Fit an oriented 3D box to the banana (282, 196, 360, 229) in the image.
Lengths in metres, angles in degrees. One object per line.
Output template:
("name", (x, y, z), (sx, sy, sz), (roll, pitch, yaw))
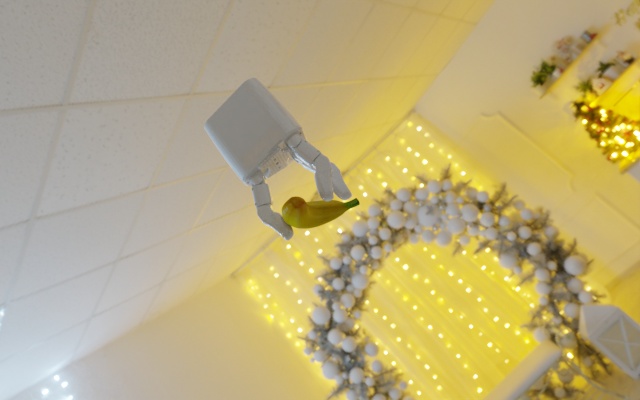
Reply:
("banana", (-0.012, 0.013, 0.667), (0.070, 0.037, 0.198), (-39, -14, 22))
